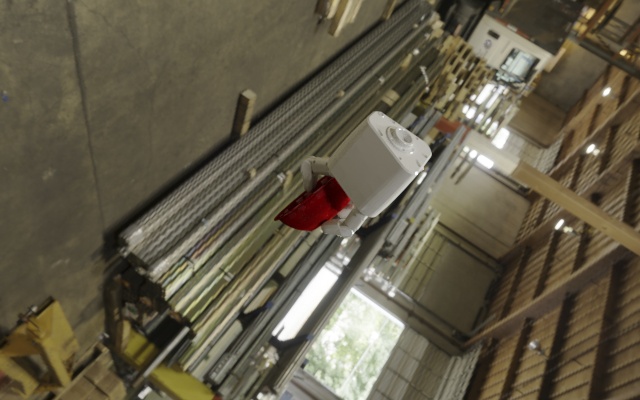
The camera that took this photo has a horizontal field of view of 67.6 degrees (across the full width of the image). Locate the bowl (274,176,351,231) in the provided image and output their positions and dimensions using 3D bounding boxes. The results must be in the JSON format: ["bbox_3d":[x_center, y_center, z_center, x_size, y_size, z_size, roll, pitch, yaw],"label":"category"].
[{"bbox_3d":[0.000,0.003,0.809,0.162,0.055,0.162,-38,6,5],"label":"bowl"}]
